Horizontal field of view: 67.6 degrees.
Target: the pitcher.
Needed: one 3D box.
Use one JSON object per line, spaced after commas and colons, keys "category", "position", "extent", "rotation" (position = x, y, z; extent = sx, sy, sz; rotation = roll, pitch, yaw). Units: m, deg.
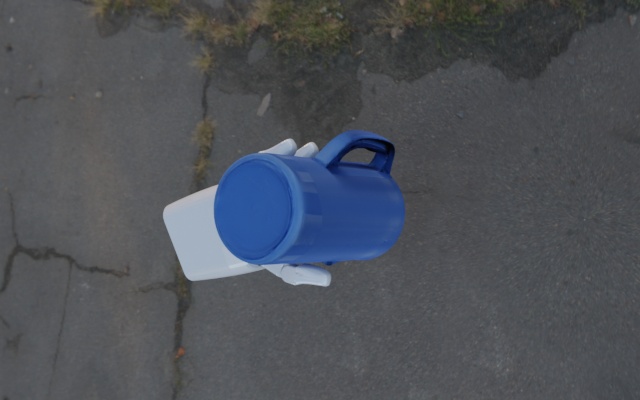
{"category": "pitcher", "position": [0.000, 0.002, 0.549], "extent": [0.145, 0.149, 0.243], "rotation": [-14, -9, 28]}
